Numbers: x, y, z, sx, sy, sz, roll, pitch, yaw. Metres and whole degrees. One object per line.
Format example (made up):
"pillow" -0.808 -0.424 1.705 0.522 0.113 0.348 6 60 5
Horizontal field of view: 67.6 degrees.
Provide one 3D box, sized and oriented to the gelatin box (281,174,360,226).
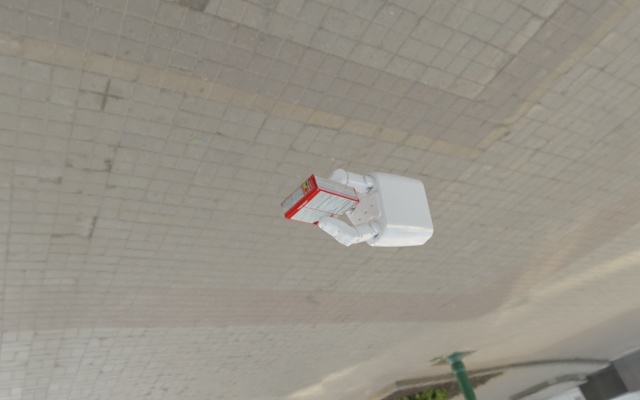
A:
"gelatin box" 0.000 0.003 0.688 0.089 0.030 0.073 14 -44 -43
